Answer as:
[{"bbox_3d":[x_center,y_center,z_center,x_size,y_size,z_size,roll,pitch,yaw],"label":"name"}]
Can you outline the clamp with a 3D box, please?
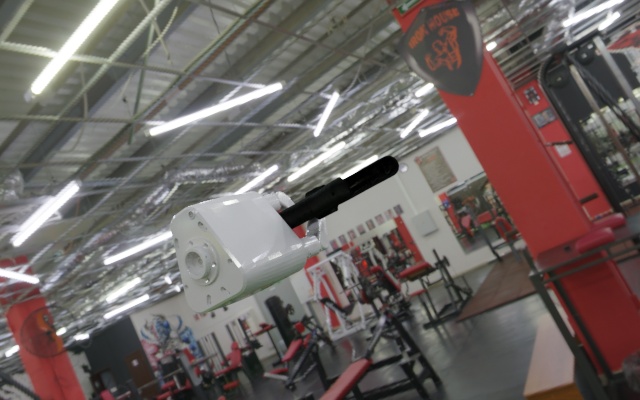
[{"bbox_3d":[0.000,0.001,0.547,0.171,0.039,0.120,-31,-9,31],"label":"clamp"}]
